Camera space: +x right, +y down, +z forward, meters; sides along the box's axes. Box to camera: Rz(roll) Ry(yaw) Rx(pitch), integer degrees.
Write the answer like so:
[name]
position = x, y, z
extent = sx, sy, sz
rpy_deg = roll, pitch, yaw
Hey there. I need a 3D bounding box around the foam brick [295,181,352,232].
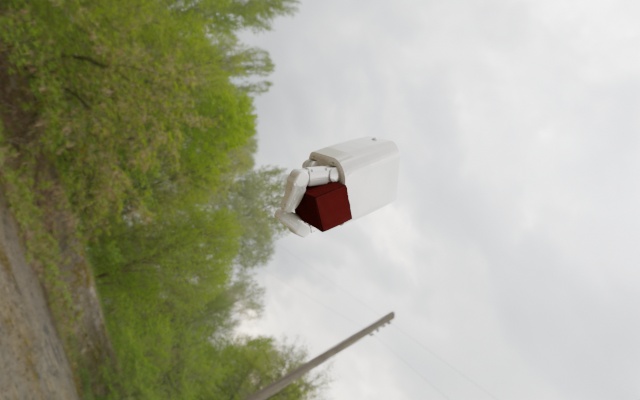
[foam brick]
position = 0.000, 0.002, 0.664
extent = 0.051, 0.053, 0.078
rpy_deg = -21, 24, -25
